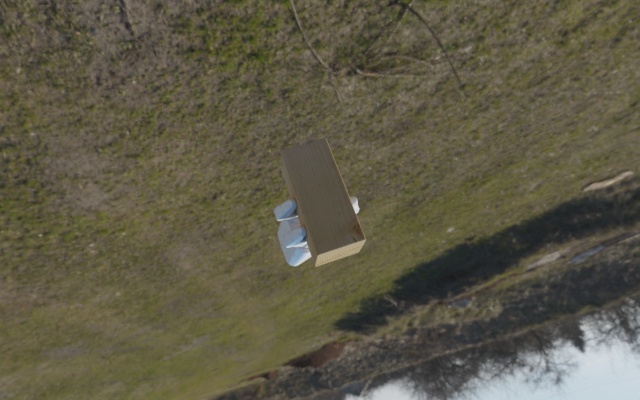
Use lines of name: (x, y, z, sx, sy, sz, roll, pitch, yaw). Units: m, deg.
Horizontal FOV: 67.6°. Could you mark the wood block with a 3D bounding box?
wood block: (0.000, 0.003, 0.879, 0.091, 0.206, 0.090, -17, -19, -11)
